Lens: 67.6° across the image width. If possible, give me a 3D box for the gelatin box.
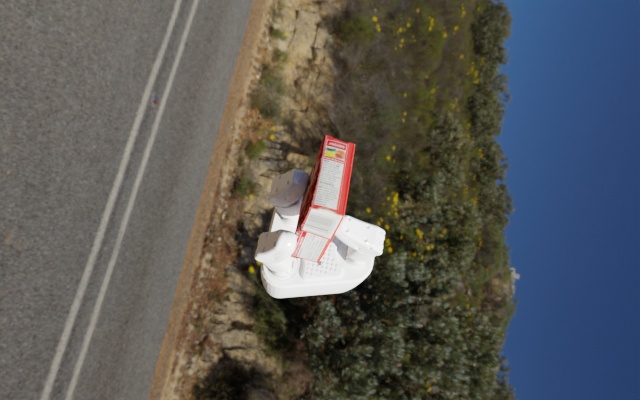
[{"bbox_3d":[0.001,0.001,0.406,0.030,0.073,0.089,15,-34,-6],"label":"gelatin box"}]
